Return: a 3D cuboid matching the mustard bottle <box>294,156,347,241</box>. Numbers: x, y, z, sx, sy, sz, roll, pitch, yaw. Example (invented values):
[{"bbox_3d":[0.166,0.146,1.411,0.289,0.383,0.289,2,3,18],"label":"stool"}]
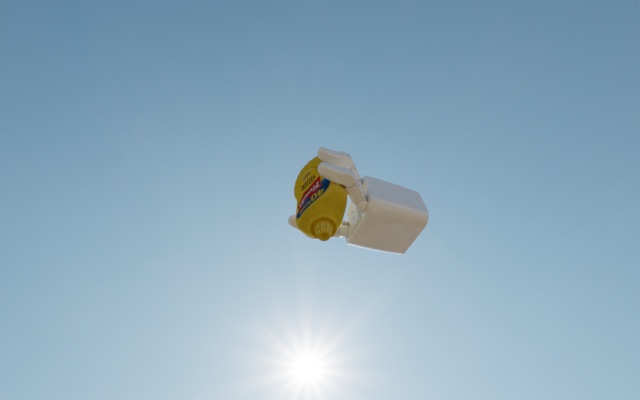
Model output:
[{"bbox_3d":[0.000,0.002,0.752,0.058,0.096,0.191,37,22,-23],"label":"mustard bottle"}]
